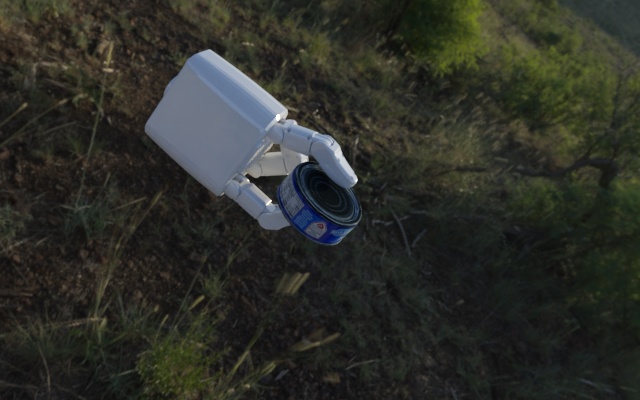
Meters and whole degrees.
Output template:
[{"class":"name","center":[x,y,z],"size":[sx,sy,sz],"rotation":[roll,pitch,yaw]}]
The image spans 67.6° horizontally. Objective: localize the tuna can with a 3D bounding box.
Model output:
[{"class":"tuna can","center":[0.000,0.001,0.483],"size":[0.086,0.086,0.034],"rotation":[0,-38,-49]}]
